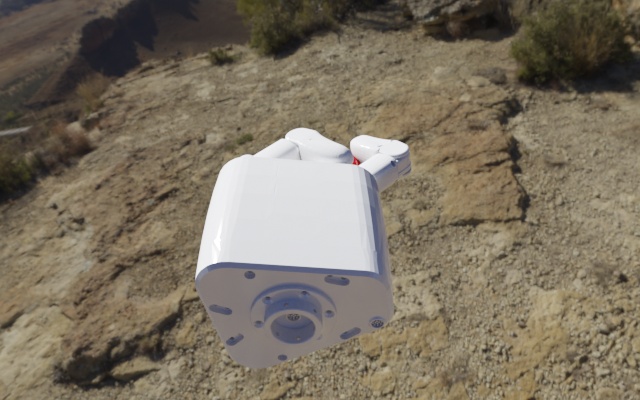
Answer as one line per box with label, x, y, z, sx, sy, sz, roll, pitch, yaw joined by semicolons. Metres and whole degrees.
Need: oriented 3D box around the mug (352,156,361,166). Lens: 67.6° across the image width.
mug;0.000;0.000;0.422;0.093;0.082;0.117;-10;35;4
